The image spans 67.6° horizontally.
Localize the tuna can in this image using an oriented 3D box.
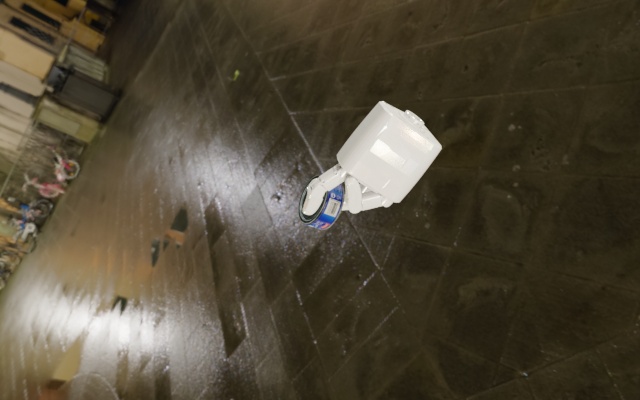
[{"bbox_3d":[0.000,0.002,0.770,0.034,0.086,0.086,20,-10,-30],"label":"tuna can"}]
